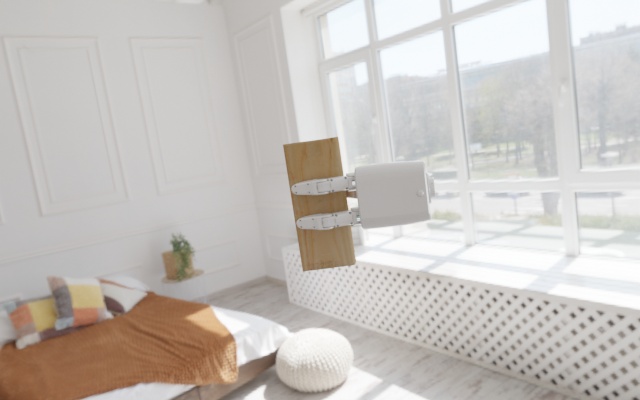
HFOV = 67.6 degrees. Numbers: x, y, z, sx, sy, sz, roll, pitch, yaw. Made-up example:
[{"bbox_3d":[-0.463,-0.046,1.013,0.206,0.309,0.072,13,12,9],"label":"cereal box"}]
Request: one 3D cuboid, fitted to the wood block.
[{"bbox_3d":[0.001,0.002,0.796,0.090,0.206,0.091,-8,7,3],"label":"wood block"}]
